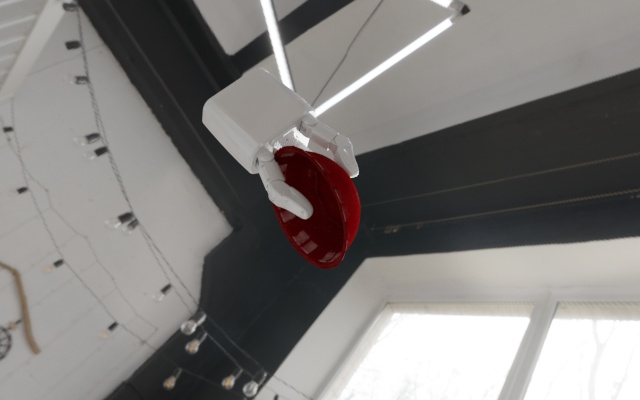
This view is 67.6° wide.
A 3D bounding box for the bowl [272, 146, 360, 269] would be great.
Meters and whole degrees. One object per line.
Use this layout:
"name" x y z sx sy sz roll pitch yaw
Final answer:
"bowl" 0.001 0.003 0.603 0.055 0.162 0.162 -23 12 -31
